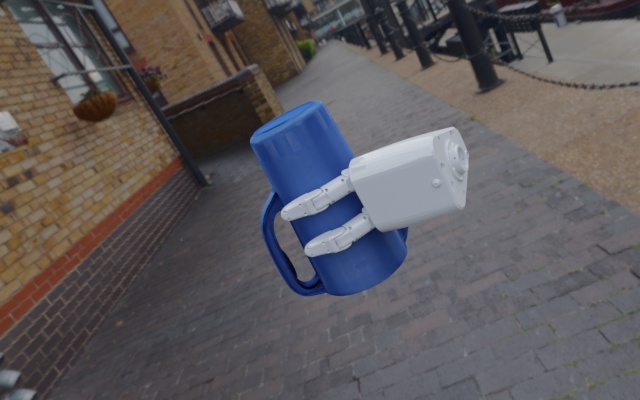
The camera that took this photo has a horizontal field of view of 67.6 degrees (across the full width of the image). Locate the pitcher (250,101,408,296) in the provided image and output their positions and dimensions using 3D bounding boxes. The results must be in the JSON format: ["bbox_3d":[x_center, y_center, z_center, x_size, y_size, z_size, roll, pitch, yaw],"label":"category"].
[{"bbox_3d":[0.000,0.002,0.638,0.145,0.243,0.149,-17,20,35],"label":"pitcher"}]
